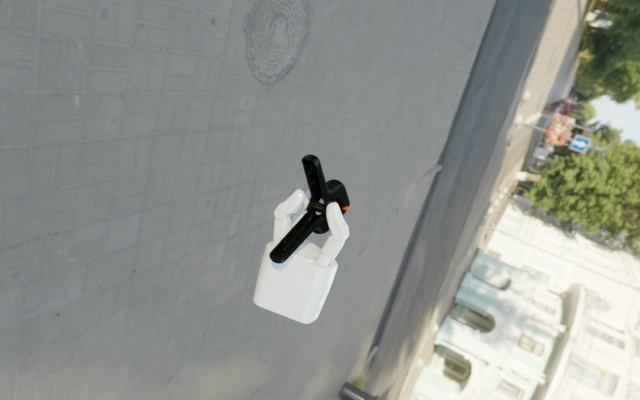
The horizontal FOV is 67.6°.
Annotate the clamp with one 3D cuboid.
[{"bbox_3d":[0.001,0.003,0.752,0.036,0.164,0.210,25,18,22],"label":"clamp"}]
